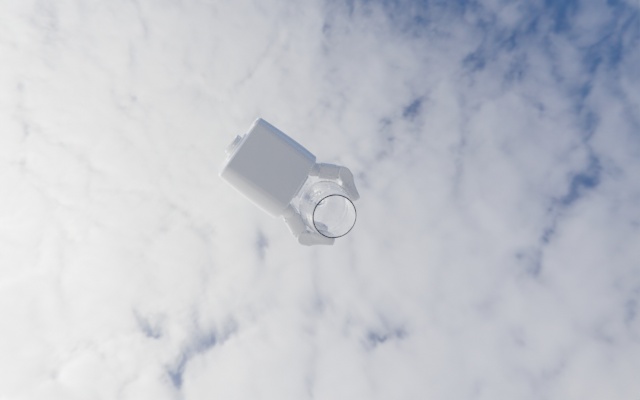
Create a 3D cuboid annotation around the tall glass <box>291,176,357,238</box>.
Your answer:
[{"bbox_3d":[0.000,0.002,0.741,0.079,0.079,0.201,0,11,-12],"label":"tall glass"}]
